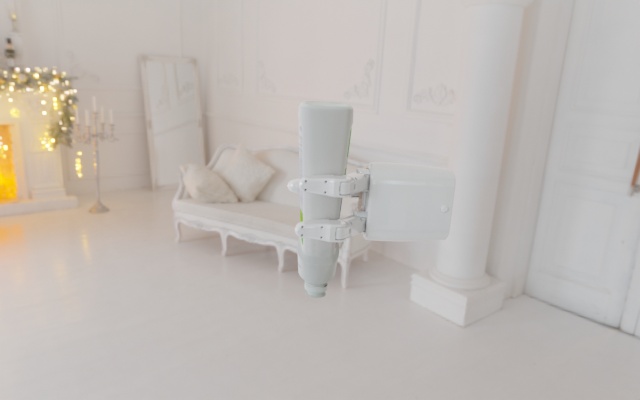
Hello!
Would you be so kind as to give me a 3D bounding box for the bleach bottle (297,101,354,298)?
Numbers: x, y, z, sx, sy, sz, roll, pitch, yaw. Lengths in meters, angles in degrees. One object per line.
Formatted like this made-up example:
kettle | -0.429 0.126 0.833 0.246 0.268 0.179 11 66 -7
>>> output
bleach bottle | 0.000 0.002 0.618 0.068 0.251 0.102 3 15 -2
